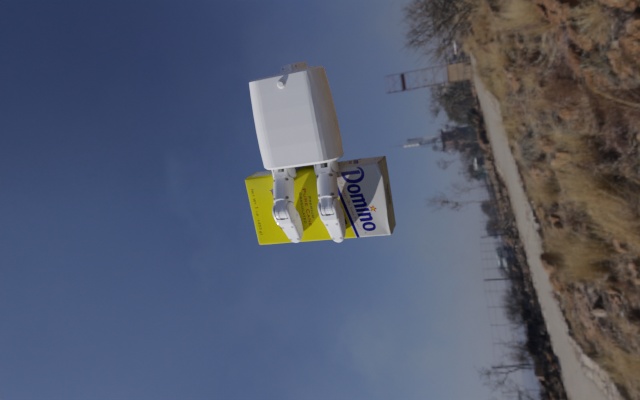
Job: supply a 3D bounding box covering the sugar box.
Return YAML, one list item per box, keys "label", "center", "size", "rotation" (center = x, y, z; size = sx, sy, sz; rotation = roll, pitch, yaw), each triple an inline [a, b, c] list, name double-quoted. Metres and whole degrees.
- label: "sugar box"
  center: [0.000, 0.002, 0.602]
  size: [0.176, 0.093, 0.048]
  rotation: [-6, 15, 20]
